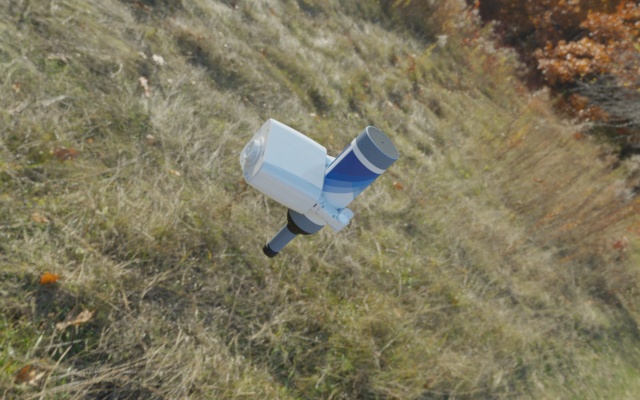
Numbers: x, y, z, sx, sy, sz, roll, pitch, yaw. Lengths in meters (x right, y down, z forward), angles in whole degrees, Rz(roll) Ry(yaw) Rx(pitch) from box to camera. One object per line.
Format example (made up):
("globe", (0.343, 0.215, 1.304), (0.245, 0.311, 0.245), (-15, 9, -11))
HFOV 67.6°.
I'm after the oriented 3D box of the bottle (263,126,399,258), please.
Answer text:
("bottle", (0.000, 0.002, 0.780), (0.296, 0.069, 0.069), (-44, -25, 29))
